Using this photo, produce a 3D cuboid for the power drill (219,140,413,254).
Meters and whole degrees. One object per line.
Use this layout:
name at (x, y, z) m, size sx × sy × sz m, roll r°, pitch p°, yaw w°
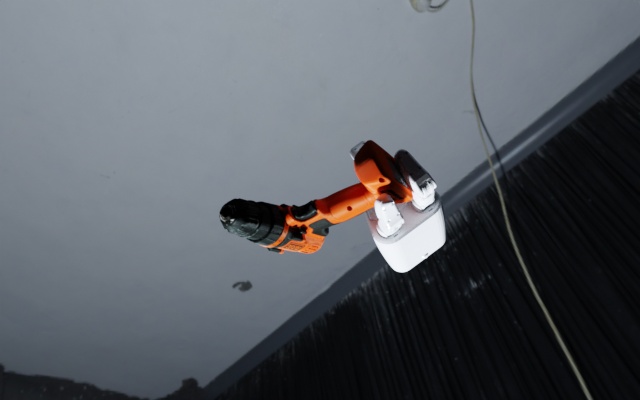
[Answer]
power drill at (0.001, 0.002, 0.558) m, size 0.188 × 0.057 × 0.184 m, roll -27°, pitch -23°, yaw 22°
